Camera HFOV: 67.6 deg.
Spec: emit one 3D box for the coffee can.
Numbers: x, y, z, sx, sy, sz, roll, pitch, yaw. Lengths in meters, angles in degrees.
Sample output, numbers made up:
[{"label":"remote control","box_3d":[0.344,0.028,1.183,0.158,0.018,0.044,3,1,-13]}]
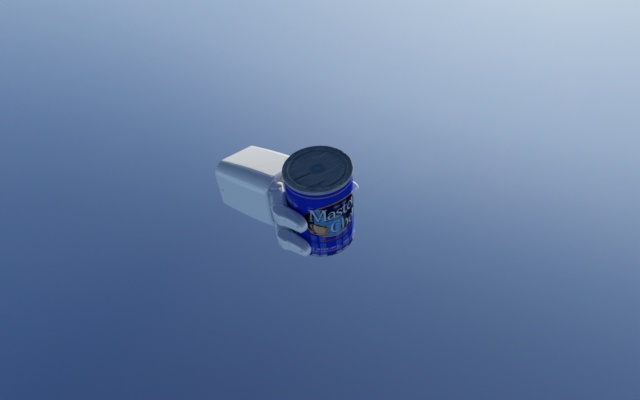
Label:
[{"label":"coffee can","box_3d":[0.000,0.002,0.730,0.103,0.140,0.102,-3,44,3]}]
